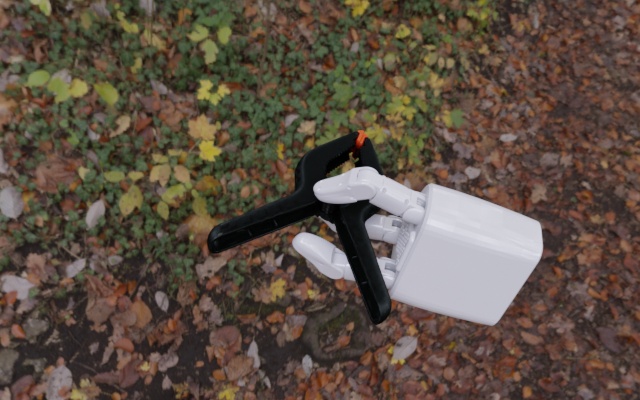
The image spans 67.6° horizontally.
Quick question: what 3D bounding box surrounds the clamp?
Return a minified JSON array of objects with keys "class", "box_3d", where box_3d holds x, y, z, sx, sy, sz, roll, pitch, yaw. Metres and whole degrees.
[{"class":"clamp","box_3d":[0.001,0.001,0.455,0.164,0.209,0.036,18,-42,-1]}]
